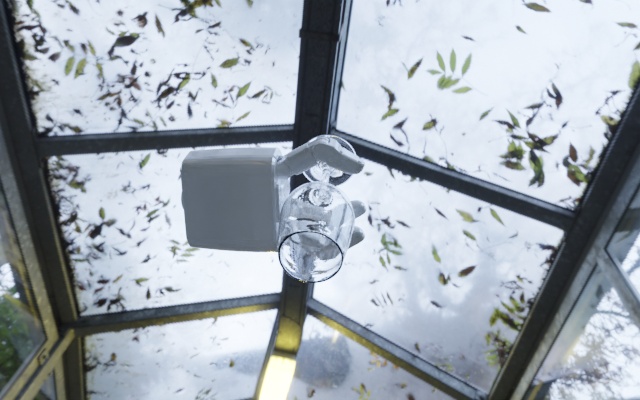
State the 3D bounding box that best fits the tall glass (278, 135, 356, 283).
[{"bbox_3d":[0.000,0.001,0.526,0.079,0.079,0.201,0,31,6],"label":"tall glass"}]
